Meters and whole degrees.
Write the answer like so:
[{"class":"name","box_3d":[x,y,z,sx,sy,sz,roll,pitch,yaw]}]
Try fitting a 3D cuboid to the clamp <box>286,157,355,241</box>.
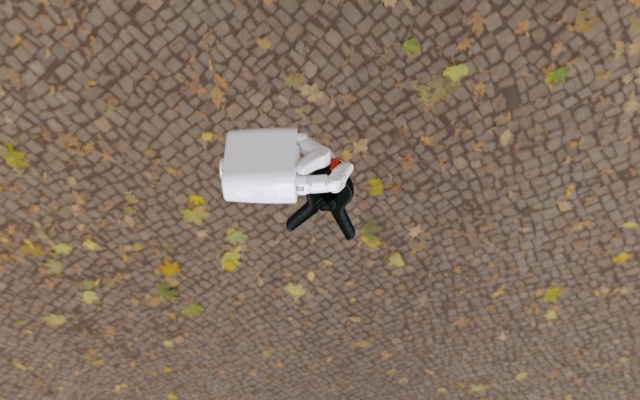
[{"class":"clamp","box_3d":[0.000,0.003,0.784,0.120,0.172,0.039,-1,42,-1]}]
